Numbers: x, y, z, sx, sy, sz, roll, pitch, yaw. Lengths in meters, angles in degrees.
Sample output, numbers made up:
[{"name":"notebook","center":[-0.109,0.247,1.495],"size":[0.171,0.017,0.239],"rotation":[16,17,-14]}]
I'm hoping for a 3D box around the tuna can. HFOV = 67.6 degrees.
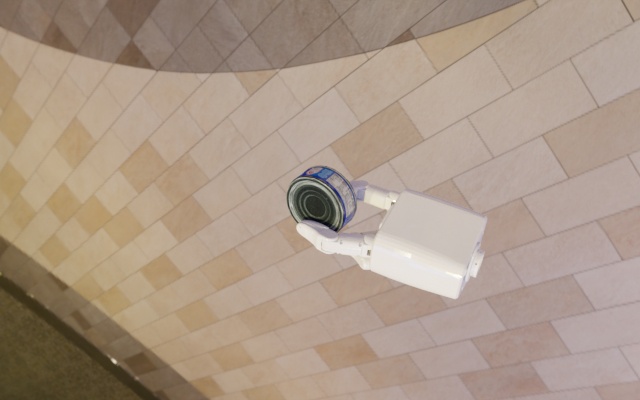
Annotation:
[{"name":"tuna can","center":[0.000,0.002,0.593],"size":[0.086,0.086,0.033],"rotation":[0,26,36]}]
